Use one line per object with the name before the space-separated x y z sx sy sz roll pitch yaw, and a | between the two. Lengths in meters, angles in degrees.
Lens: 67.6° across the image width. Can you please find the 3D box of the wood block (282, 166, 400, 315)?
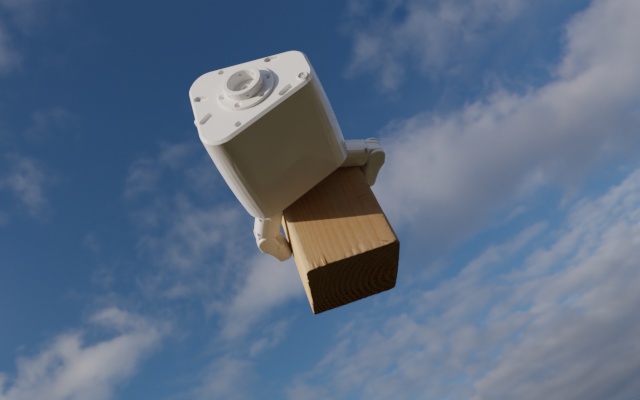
wood block | 0.000 0.001 0.513 0.091 0.206 0.090 -17 -38 -8
